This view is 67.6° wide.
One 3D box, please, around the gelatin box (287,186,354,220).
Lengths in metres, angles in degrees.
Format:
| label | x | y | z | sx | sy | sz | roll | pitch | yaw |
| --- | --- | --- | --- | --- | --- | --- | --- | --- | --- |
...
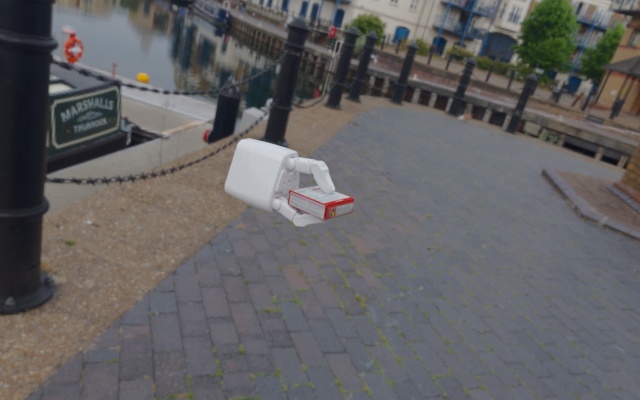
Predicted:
| label | x | y | z | sx | sy | sz | roll | pitch | yaw |
| --- | --- | --- | --- | --- | --- | --- | --- | --- | --- |
| gelatin box | 0.000 | 0.002 | 0.812 | 0.089 | 0.030 | 0.073 | 21 | 21 | 38 |
